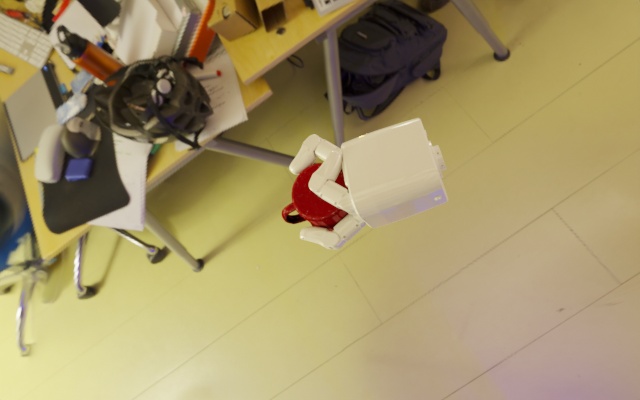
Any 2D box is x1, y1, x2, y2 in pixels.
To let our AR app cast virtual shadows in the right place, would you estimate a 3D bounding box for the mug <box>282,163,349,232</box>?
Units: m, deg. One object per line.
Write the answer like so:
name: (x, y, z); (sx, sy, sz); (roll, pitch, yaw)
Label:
mug: (-0.001, 0.003, 0.661); (0.117, 0.093, 0.081); (-21, -22, 14)
